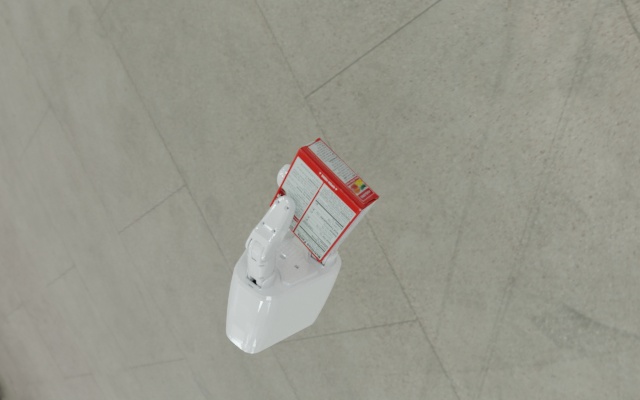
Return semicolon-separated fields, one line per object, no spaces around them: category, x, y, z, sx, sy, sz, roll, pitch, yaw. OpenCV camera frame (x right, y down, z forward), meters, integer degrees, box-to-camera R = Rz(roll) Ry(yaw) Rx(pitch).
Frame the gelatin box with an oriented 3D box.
gelatin box;0.000;0.001;0.420;0.030;0.073;0.089;-34;-16;-40
